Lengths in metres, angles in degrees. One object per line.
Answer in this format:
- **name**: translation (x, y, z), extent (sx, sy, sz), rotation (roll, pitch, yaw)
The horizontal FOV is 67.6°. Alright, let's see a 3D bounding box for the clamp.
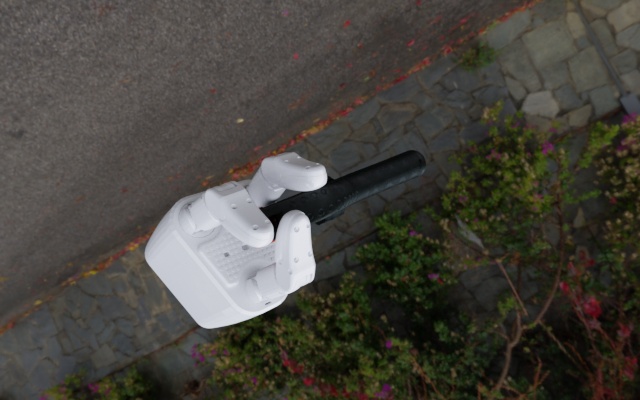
- **clamp**: translation (0.000, 0.002, 0.412), extent (0.171, 0.039, 0.120), rotation (-19, -8, -38)
